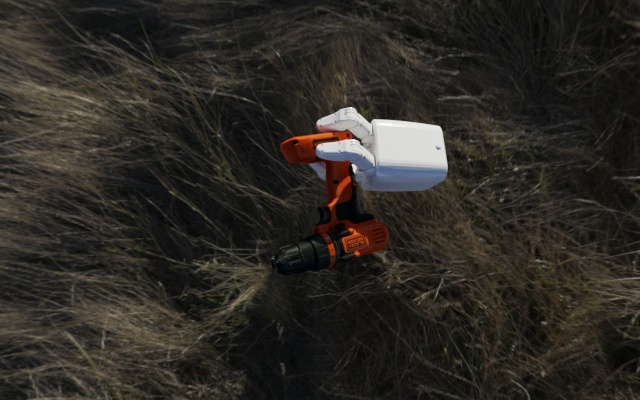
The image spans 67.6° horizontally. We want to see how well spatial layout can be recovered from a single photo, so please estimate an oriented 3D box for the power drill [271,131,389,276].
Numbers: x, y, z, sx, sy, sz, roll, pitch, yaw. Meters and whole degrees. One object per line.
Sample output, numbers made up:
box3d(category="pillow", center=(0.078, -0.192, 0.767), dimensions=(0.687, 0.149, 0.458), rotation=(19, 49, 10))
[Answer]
box3d(category="power drill", center=(0.000, 0.002, 0.680), dimensions=(0.184, 0.187, 0.057), rotation=(-12, 0, -30))
